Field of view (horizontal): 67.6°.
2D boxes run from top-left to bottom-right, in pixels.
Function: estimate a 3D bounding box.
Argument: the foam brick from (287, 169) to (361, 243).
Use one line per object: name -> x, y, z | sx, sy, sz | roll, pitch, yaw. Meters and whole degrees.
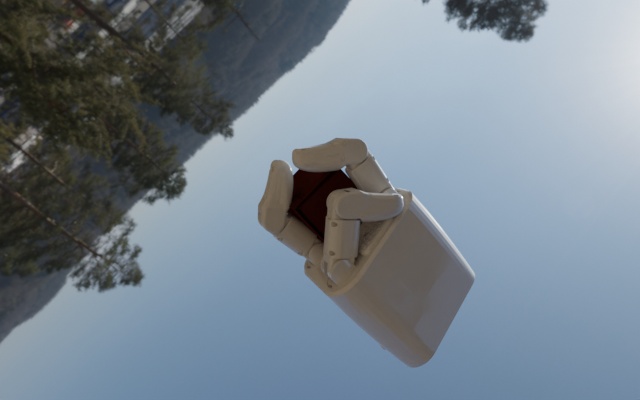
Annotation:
foam brick -> 0.000, 0.001, 0.426 | 0.051, 0.053, 0.078 | 46, -8, -20
